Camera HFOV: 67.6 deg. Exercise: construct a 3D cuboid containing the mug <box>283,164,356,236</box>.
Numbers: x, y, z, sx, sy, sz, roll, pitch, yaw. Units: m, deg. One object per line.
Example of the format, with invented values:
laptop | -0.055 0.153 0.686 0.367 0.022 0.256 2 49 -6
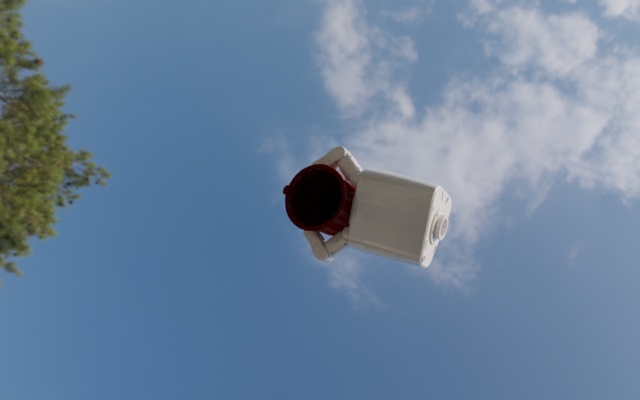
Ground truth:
mug | -0.001 0.002 0.679 0.117 0.093 0.081 14 -7 31
